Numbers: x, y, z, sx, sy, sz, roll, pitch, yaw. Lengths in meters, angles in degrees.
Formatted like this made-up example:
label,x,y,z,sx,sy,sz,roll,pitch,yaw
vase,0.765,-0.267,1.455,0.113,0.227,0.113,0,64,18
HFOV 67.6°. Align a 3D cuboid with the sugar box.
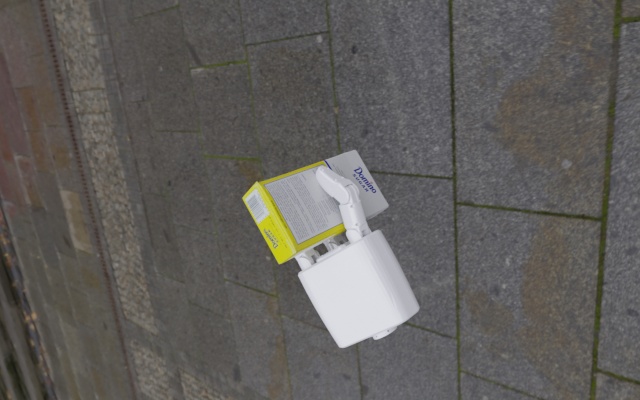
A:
label,x,y,z,sx,sy,sz,roll,pitch,yaw
sugar box,0.000,0.002,0.595,0.176,0.093,0.048,-21,-12,-45
